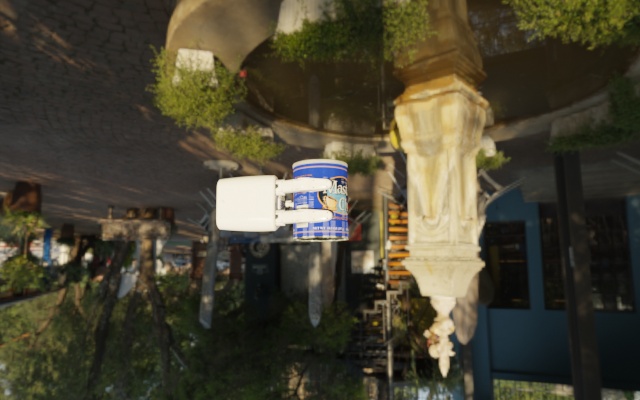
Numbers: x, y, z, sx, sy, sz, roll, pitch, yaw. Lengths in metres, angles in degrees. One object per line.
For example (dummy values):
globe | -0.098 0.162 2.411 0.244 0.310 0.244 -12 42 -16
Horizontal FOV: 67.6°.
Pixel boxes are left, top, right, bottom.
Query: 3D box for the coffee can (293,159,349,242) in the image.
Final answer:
coffee can | 0.000 0.003 0.881 0.103 0.140 0.103 -1 -8 0
